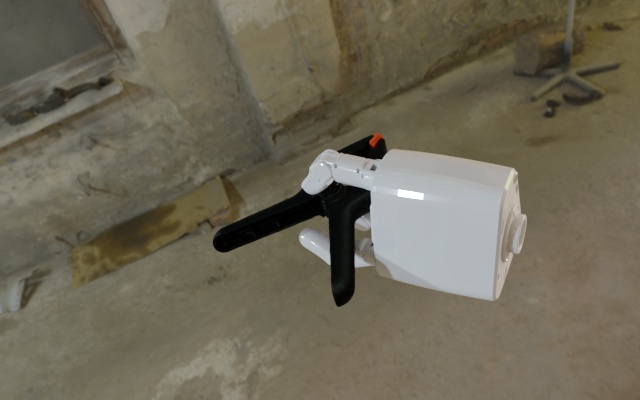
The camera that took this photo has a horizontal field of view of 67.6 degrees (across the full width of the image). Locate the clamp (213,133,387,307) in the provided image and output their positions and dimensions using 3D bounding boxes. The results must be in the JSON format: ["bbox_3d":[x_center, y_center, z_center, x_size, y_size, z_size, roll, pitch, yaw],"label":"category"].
[{"bbox_3d":[0.000,0.001,0.487,0.164,0.036,0.210,12,49,30],"label":"clamp"}]
